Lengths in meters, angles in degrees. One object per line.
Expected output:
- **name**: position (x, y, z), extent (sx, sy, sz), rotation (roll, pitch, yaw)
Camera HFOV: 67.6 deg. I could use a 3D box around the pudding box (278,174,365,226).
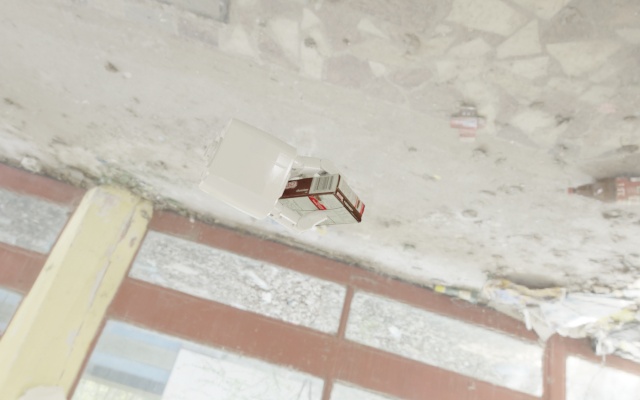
- **pudding box**: position (0.000, 0.003, 0.755), extent (0.113, 0.039, 0.090), rotation (-4, -34, 34)
